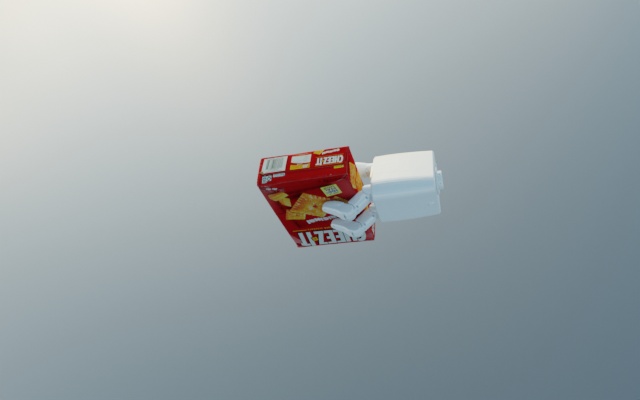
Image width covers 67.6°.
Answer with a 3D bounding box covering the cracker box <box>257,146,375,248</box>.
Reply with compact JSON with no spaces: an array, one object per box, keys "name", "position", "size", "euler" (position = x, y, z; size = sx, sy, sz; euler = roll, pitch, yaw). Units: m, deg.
[{"name":"cracker box","position":[0.000,0.003,0.879],"size":[0.164,0.072,0.214],"euler":[-7,-38,17]}]
